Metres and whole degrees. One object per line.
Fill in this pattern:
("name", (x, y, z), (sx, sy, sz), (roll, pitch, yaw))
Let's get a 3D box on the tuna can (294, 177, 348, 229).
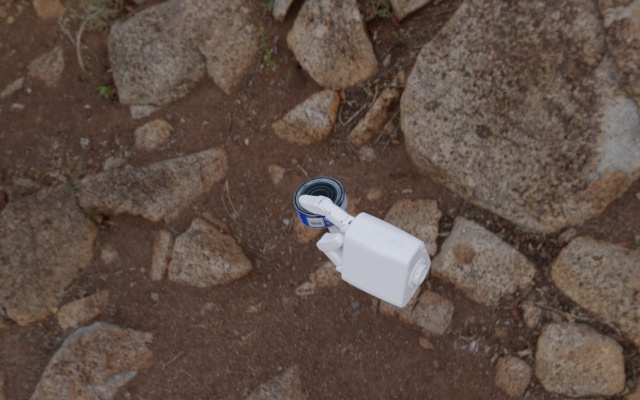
("tuna can", (0.000, 0.002, 0.775), (0.086, 0.086, 0.034), (0, -40, 17))
